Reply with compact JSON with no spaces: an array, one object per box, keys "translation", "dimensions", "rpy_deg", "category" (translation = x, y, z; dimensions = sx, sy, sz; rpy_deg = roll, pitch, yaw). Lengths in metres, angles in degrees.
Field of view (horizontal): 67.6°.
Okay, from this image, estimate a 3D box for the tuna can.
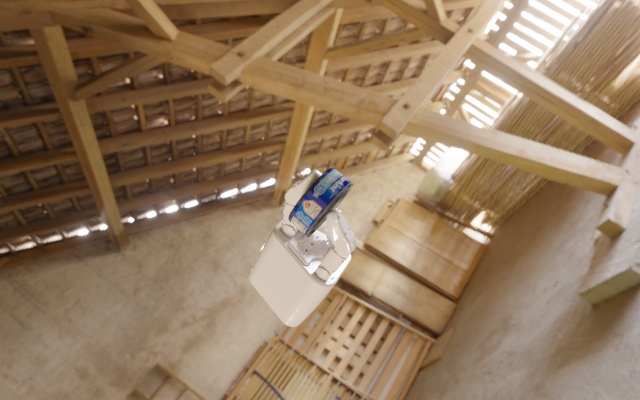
[{"translation":[0.000,0.001,0.576],"dimensions":[0.034,0.086,0.086],"rpy_deg":[41,5,6],"category":"tuna can"}]
